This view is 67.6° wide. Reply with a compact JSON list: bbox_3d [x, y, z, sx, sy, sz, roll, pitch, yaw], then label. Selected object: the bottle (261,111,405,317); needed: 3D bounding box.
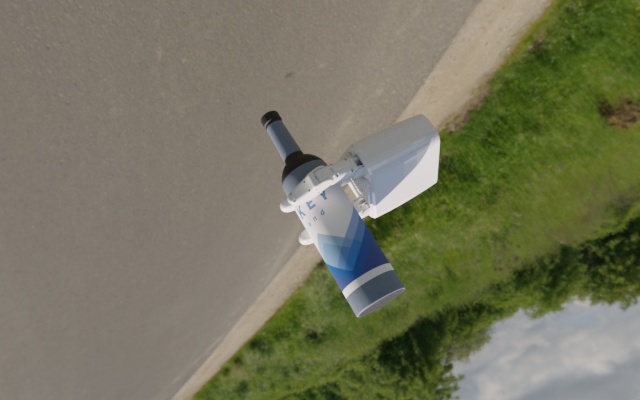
[{"bbox_3d":[0.000,0.002,0.610,0.069,0.295,0.069,-27,-21,-11],"label":"bottle"}]
